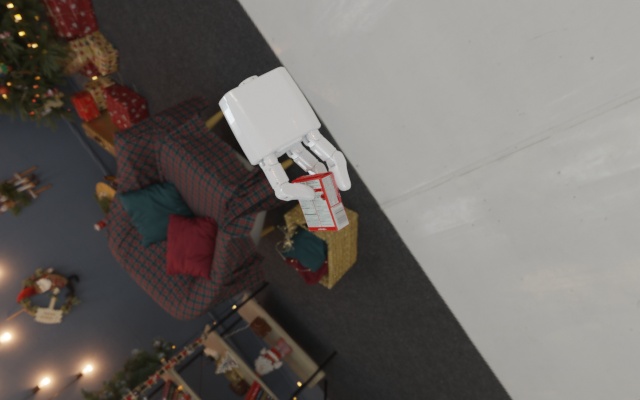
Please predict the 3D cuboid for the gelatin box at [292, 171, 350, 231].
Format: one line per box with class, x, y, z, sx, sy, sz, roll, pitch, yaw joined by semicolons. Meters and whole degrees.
gelatin box;0.000;0.003;0.742;0.030;0.089;0.073;-27;13;-36
